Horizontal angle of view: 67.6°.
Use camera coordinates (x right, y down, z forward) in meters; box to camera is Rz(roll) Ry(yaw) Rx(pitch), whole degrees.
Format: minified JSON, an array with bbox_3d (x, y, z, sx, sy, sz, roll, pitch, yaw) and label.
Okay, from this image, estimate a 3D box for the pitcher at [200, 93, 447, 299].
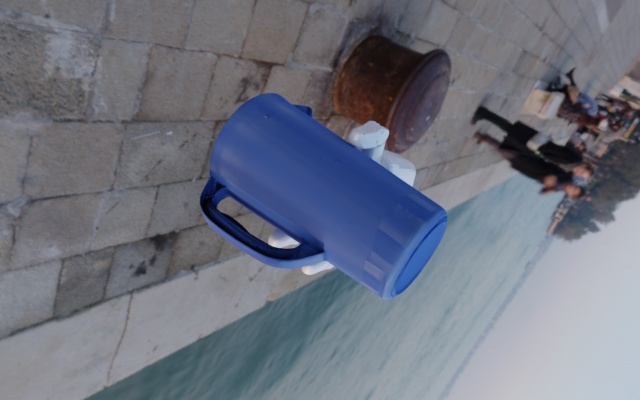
[{"bbox_3d":[0.000,0.002,0.512,0.242,0.149,0.145,35,18,24],"label":"pitcher"}]
